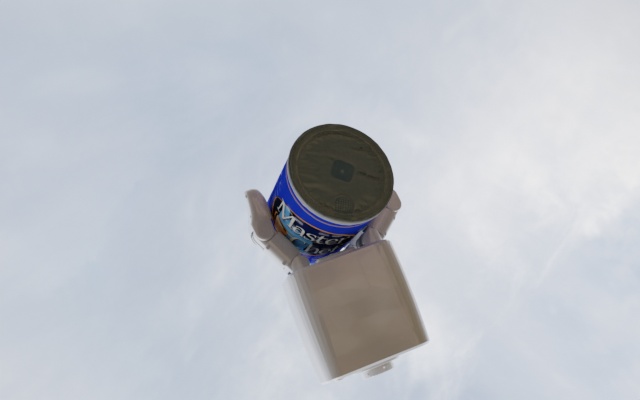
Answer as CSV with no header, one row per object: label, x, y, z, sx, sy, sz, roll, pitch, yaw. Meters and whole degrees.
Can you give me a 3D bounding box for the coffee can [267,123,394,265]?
coffee can,0.000,0.001,0.494,0.103,0.102,0.140,0,-25,-19
